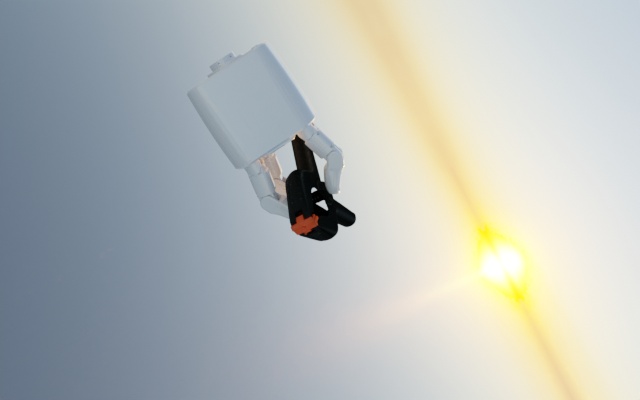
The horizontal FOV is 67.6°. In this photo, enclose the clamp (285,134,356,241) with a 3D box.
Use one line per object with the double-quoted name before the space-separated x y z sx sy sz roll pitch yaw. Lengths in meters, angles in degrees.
"clamp" 0.001 0.002 0.615 0.036 0.164 0.210 -28 20 15
